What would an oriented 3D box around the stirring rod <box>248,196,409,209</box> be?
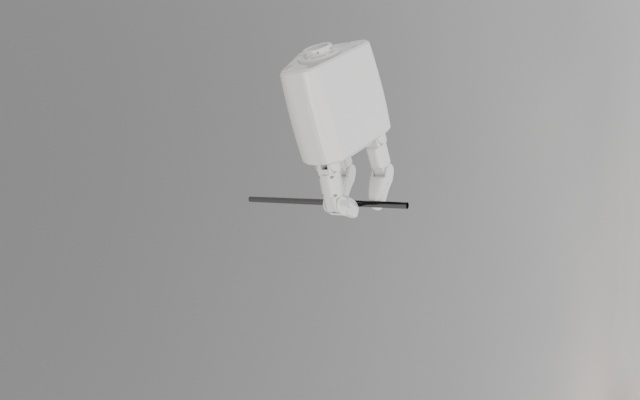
[{"bbox_3d":[0.000,0.002,0.619,0.239,0.011,0.011,2,1,33],"label":"stirring rod"}]
